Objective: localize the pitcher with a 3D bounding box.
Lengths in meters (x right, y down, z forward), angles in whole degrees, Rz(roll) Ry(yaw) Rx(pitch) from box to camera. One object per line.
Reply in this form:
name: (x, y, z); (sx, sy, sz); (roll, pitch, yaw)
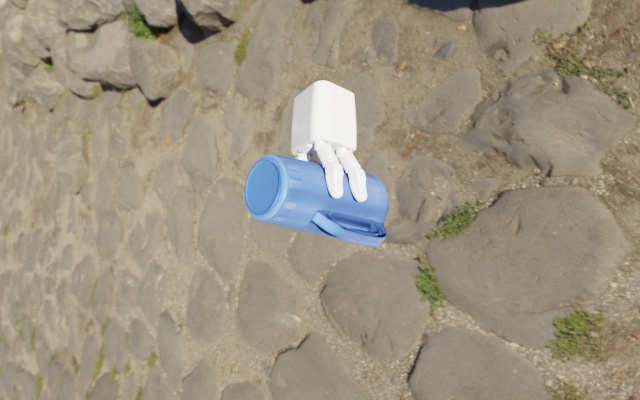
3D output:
pitcher: (0.000, 0.002, 0.819); (0.243, 0.145, 0.149); (12, -14, -43)
